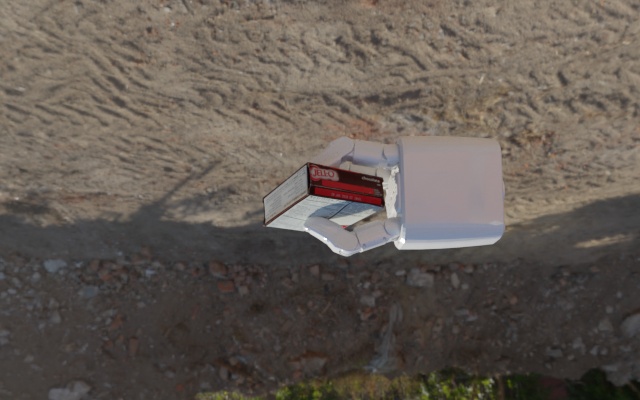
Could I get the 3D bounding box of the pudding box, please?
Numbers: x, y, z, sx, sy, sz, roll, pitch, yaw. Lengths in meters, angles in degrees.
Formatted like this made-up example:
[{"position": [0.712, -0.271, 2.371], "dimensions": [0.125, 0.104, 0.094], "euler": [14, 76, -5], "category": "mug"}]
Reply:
[{"position": [0.000, 0.002, 0.508], "dimensions": [0.090, 0.039, 0.113], "euler": [10, -25, -28], "category": "pudding box"}]
